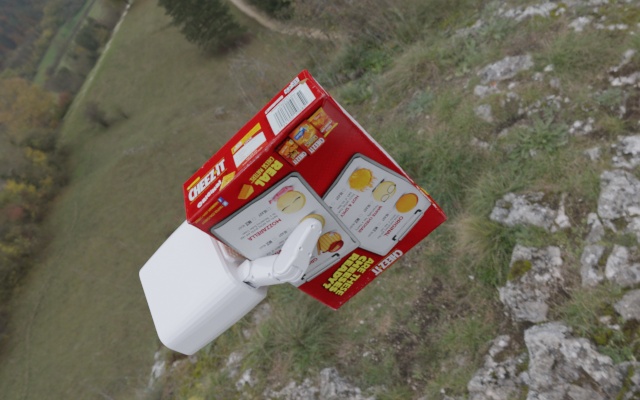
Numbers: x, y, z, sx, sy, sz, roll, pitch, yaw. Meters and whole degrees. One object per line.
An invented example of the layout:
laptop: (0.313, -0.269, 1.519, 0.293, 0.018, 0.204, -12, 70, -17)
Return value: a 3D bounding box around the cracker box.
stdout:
cracker box: (0.000, 0.002, 0.479, 0.214, 0.164, 0.072, 38, 17, -38)
